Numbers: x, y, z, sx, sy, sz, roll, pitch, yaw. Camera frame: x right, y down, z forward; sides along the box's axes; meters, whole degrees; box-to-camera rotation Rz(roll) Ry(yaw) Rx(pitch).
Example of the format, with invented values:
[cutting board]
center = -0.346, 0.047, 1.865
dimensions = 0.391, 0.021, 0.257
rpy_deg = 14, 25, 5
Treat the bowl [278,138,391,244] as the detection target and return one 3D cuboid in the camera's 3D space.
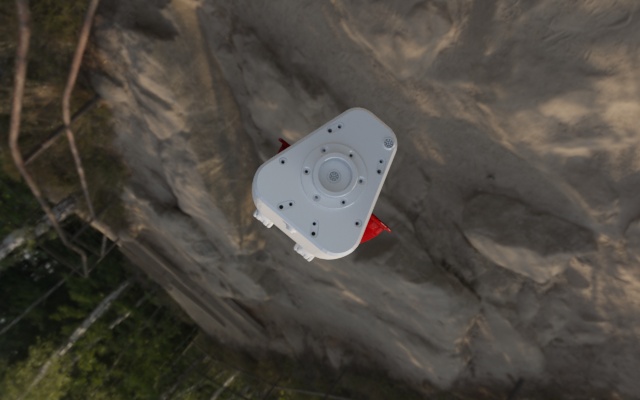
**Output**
[bowl]
center = 0.000, 0.002, 0.536
dimensions = 0.162, 0.055, 0.162
rpy_deg = 40, 2, -2
